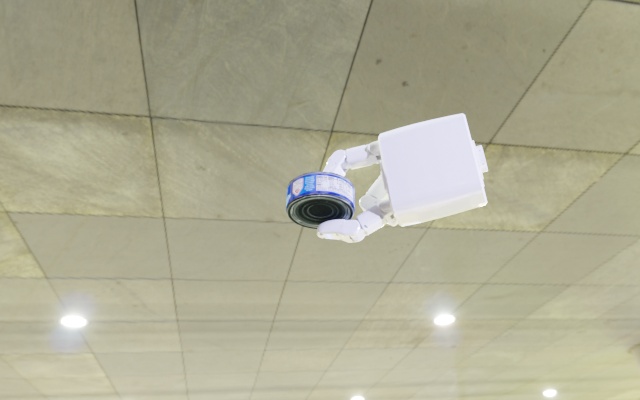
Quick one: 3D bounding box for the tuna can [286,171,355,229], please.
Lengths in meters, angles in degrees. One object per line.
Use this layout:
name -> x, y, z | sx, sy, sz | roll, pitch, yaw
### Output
tuna can -> 0.000, 0.002, 0.591 | 0.086, 0.033, 0.086 | 1, -32, 0
